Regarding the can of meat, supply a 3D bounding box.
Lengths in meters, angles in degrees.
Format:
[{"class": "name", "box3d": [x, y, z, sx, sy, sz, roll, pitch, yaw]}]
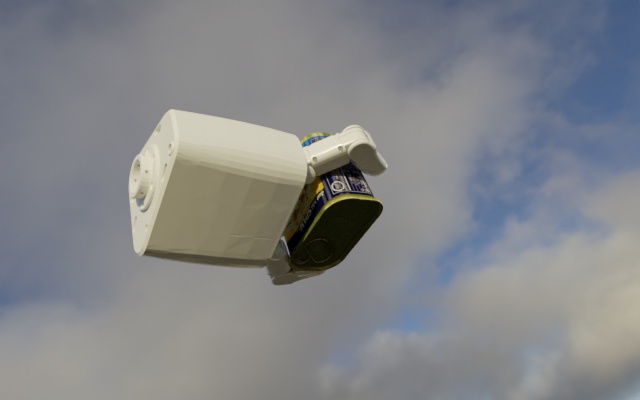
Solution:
[{"class": "can of meat", "box3d": [0.000, 0.001, 0.438, 0.057, 0.084, 0.102, 5, -44, -32]}]
